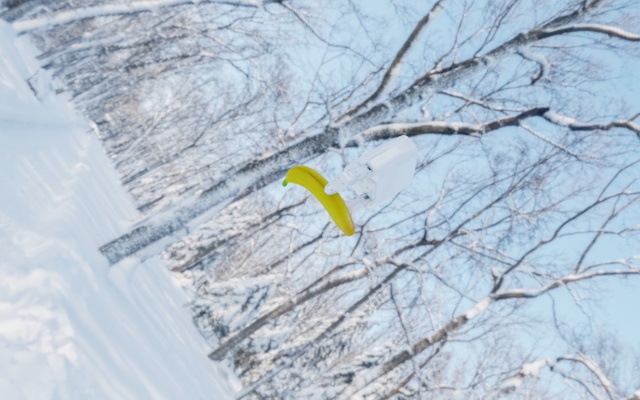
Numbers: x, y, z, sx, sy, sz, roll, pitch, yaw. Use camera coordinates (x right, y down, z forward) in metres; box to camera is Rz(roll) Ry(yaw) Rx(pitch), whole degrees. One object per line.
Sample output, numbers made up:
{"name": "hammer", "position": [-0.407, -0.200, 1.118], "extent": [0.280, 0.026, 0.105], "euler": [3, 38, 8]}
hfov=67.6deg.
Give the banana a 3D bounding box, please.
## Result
{"name": "banana", "position": [-0.003, -0.013, 0.854], "extent": [0.037, 0.070, 0.197], "euler": [-28, 47, -27]}
